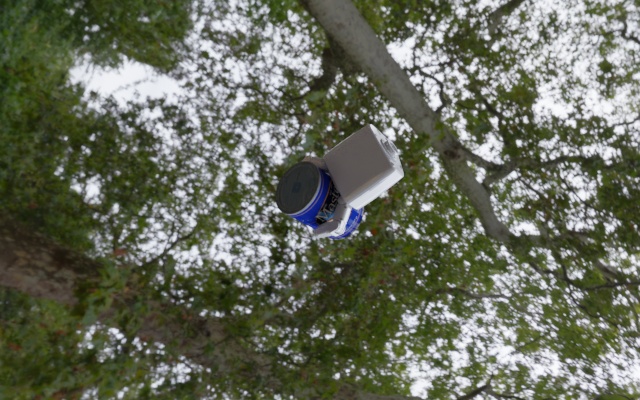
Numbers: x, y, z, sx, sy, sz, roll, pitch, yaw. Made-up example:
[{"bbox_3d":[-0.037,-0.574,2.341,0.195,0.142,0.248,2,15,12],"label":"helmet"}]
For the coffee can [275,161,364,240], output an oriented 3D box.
[{"bbox_3d":[0.000,0.003,0.891,0.103,0.102,0.140,0,-23,42],"label":"coffee can"}]
